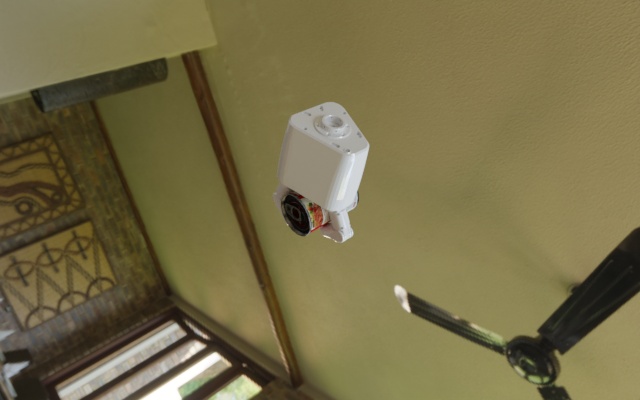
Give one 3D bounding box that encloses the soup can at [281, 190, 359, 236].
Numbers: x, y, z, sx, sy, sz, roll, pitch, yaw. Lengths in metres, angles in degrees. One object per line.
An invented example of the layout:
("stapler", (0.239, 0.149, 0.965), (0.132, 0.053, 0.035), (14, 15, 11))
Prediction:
("soup can", (0.000, 0.003, 0.727), (0.102, 0.068, 0.068), (-28, 16, -33))
